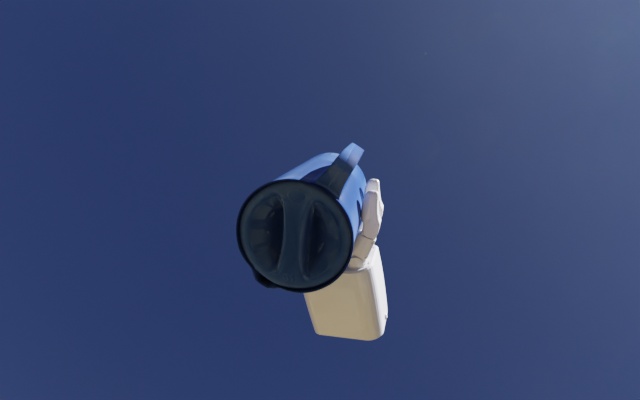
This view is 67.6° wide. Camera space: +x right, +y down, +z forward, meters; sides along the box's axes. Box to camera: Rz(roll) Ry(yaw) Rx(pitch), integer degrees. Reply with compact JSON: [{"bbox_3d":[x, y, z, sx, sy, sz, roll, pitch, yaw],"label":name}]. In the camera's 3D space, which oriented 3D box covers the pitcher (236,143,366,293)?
[{"bbox_3d":[0.000,0.002,0.624,0.149,0.145,0.242,-10,14,15],"label":"pitcher"}]
